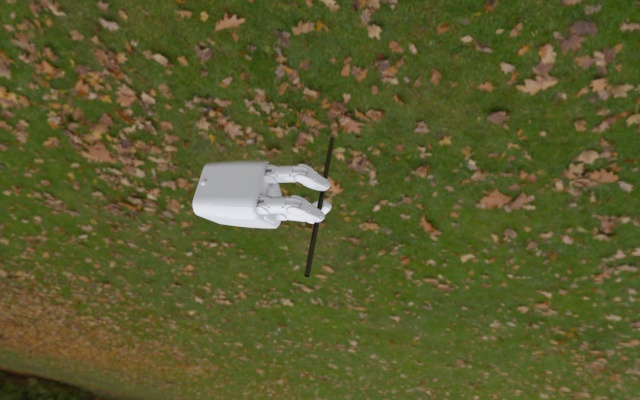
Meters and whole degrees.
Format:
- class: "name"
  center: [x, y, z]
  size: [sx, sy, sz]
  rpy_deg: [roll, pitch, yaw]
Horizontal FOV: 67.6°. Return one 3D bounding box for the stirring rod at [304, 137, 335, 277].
- class: "stirring rod"
  center: [0.000, 0.002, 0.728]
  size: [0.011, 0.239, 0.011]
  rpy_deg: [8, -28, 4]
